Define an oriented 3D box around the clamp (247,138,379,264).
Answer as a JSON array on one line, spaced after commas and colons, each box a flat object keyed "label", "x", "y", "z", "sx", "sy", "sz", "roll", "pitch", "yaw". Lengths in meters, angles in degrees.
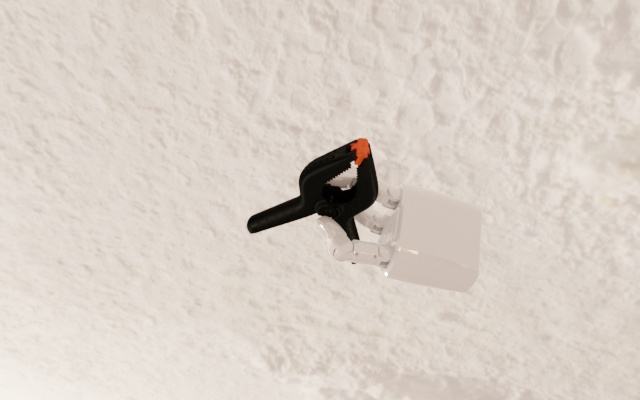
[{"label": "clamp", "x": 0.000, "y": 0.002, "z": 0.582, "sx": 0.164, "sy": 0.036, "sz": 0.210, "roll": 13, "pitch": -41, "yaw": -7}]
